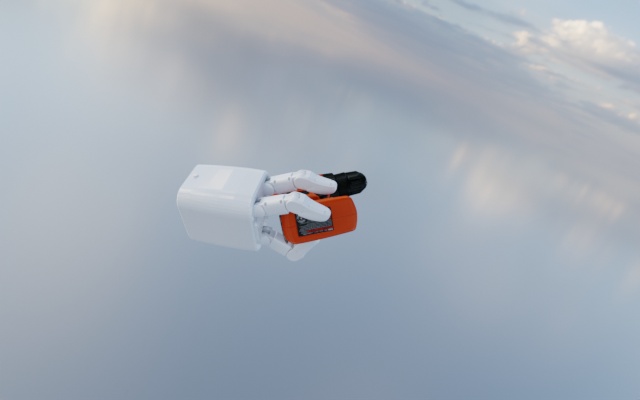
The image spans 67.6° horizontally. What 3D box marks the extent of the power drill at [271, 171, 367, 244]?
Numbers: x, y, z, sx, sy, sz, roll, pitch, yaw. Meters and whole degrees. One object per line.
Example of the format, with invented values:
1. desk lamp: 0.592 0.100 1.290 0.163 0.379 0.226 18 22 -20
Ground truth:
1. power drill: 0.000 0.003 0.739 0.184 0.057 0.187 -14 15 -6
